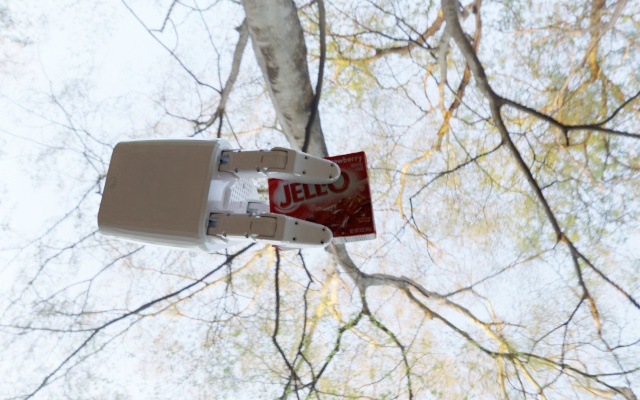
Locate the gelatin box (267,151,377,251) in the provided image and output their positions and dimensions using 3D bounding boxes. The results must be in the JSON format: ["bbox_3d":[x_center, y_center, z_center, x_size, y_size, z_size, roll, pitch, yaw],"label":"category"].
[{"bbox_3d":[0.000,0.001,0.413,0.089,0.073,0.030,-8,-16,8],"label":"gelatin box"}]
